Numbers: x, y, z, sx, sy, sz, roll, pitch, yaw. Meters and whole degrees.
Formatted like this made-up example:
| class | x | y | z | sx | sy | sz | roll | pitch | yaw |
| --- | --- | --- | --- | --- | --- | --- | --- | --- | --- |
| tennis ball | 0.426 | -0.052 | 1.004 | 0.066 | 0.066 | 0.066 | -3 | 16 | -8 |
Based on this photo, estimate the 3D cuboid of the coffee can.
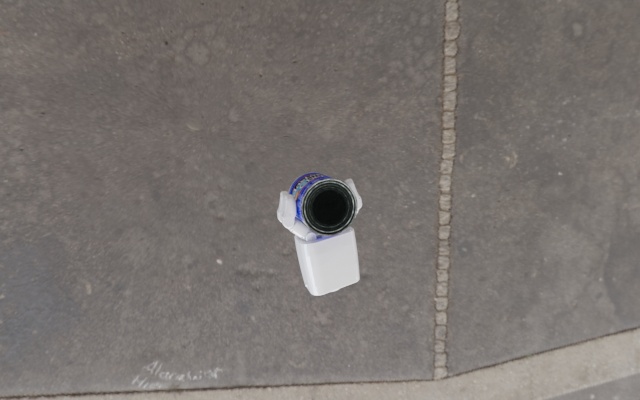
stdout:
| class | x | y | z | sx | sy | sz | roll | pitch | yaw |
| --- | --- | --- | --- | --- | --- | --- | --- | --- | --- |
| coffee can | 0.000 | 0.003 | 0.899 | 0.103 | 0.103 | 0.140 | 0 | 8 | -13 |
